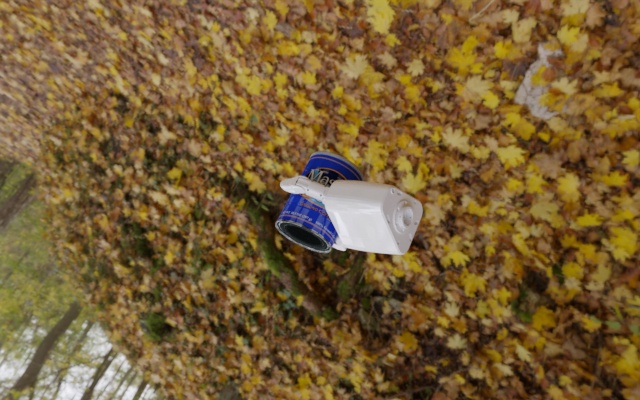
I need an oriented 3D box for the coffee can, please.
[{"bbox_3d":[0.000,0.002,0.807,0.103,0.140,0.103,23,-22,10],"label":"coffee can"}]
